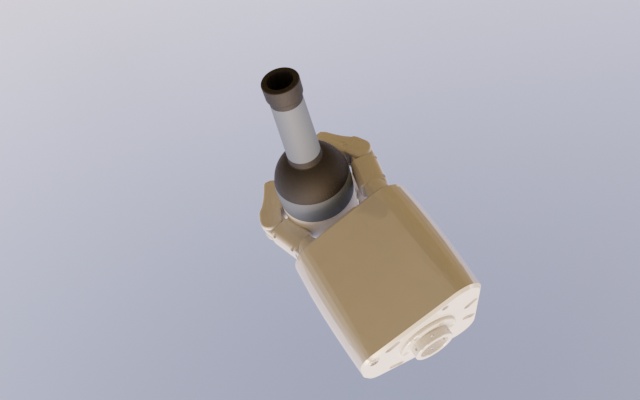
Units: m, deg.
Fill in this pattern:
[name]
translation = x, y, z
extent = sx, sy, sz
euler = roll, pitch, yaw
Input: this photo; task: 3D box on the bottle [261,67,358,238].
[bottle]
translation = 0.000, 0.002, 0.440
extent = 0.069, 0.069, 0.296
euler = 0, -34, 13
